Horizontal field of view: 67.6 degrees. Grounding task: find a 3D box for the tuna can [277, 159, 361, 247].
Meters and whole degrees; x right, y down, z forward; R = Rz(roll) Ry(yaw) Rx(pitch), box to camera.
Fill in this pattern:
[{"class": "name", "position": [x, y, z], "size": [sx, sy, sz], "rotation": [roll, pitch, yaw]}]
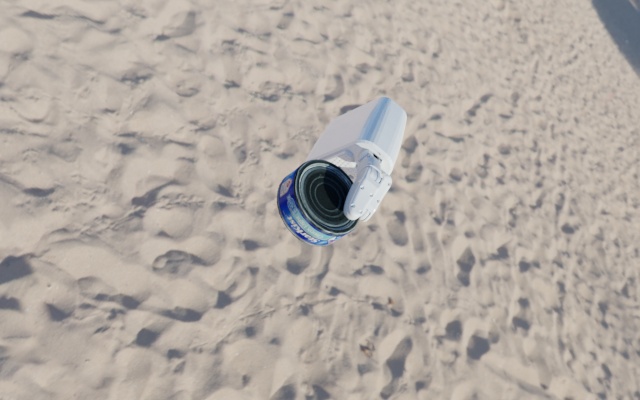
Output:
[{"class": "tuna can", "position": [0.000, 0.001, 0.489], "size": [0.086, 0.086, 0.034], "rotation": [0, -23, -39]}]
